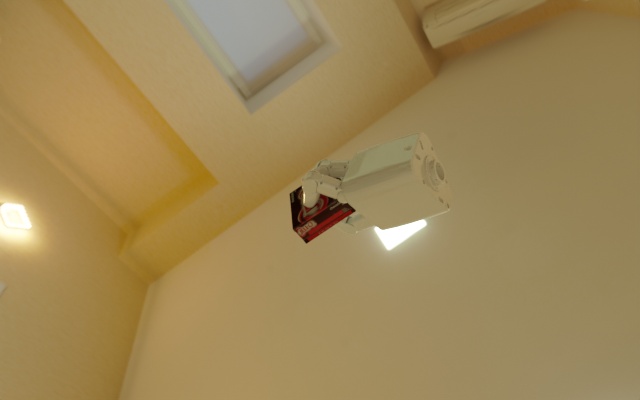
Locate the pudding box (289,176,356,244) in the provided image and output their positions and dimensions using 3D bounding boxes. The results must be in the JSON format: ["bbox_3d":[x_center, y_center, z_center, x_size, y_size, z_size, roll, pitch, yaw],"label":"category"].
[{"bbox_3d":[0.000,0.002,0.719,0.090,0.039,0.113,-33,25,11],"label":"pudding box"}]
